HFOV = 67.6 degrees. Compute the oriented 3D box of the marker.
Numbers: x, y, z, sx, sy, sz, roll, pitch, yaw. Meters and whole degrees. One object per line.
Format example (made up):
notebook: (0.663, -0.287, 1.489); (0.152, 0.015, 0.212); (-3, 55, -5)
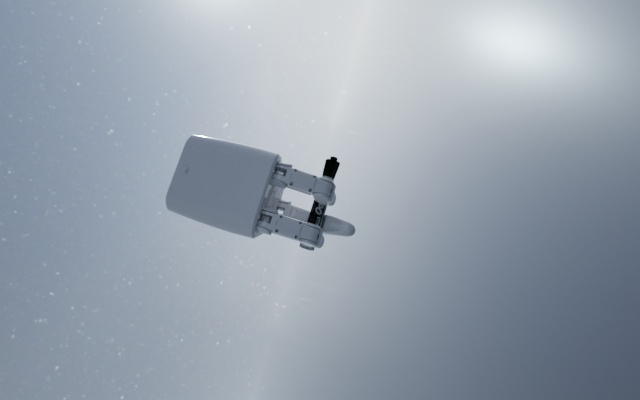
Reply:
marker: (0.000, 0.002, 0.590); (0.020, 0.121, 0.020); (16, -13, 4)
